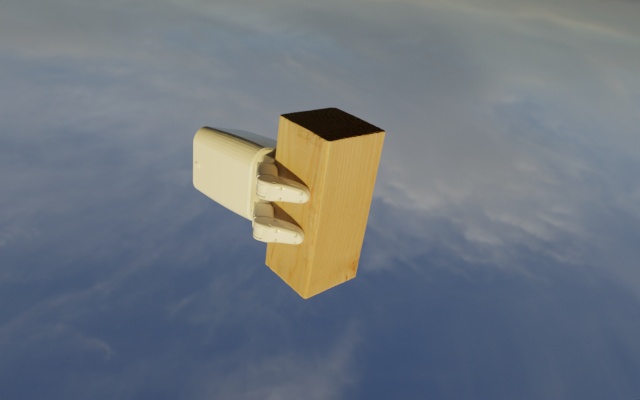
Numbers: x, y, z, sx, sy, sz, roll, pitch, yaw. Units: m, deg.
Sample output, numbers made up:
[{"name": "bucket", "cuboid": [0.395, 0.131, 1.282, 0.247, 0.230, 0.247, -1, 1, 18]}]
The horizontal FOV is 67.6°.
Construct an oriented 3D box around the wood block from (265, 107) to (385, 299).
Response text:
[{"name": "wood block", "cuboid": [0.000, 0.002, 0.586, 0.091, 0.206, 0.090, -17, 37, -39]}]
